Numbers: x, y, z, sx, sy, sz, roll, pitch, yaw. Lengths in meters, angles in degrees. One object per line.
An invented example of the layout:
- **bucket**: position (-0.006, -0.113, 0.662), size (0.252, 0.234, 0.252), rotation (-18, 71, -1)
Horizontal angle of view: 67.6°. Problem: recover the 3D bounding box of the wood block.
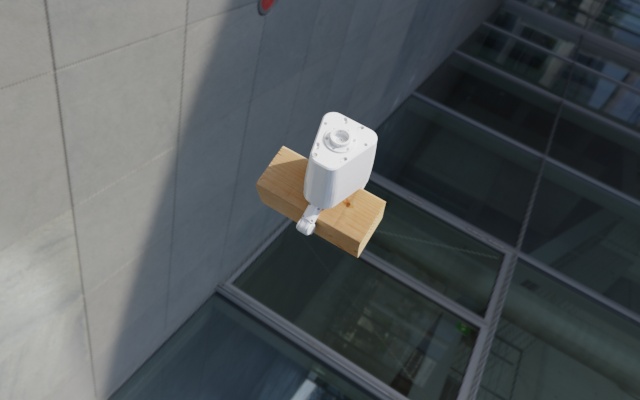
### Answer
- **wood block**: position (0.000, 0.003, 0.843), size (0.206, 0.090, 0.090), rotation (30, -18, 13)
